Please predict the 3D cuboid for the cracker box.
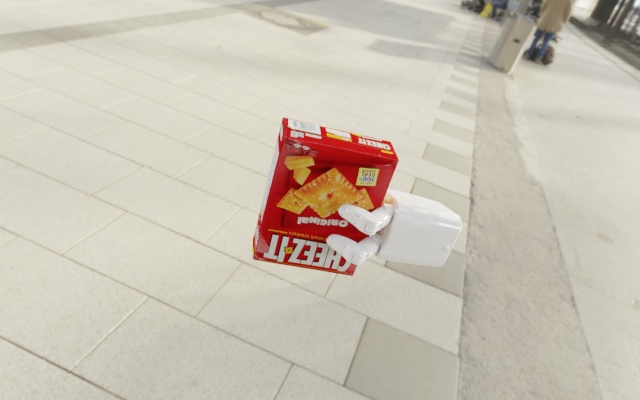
[{"bbox_3d":[0.000,0.002,0.704,0.164,0.214,0.072,11,30,-11],"label":"cracker box"}]
